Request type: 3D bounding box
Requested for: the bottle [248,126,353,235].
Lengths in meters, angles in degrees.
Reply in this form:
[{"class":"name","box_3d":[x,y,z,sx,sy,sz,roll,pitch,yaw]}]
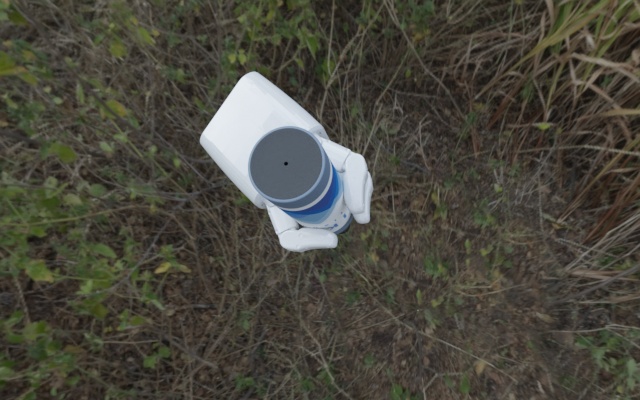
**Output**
[{"class":"bottle","box_3d":[0.000,0.002,0.533,0.069,0.069,0.296,0,-13,12]}]
